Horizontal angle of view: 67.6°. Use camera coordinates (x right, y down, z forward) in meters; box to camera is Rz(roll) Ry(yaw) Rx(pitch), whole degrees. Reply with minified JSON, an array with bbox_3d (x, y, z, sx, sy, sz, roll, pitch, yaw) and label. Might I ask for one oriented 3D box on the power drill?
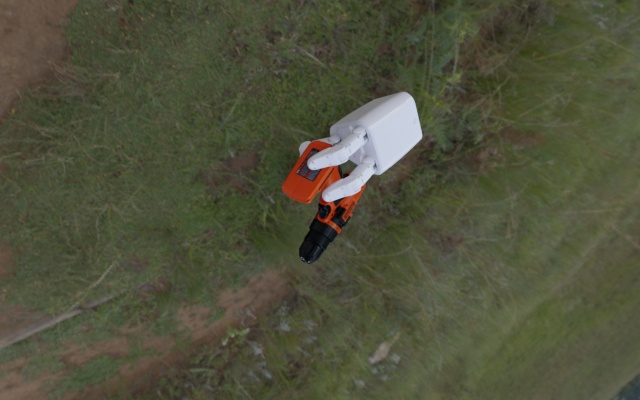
[{"bbox_3d":[0.000,0.002,0.791,0.057,0.184,0.188,25,-15,24],"label":"power drill"}]
